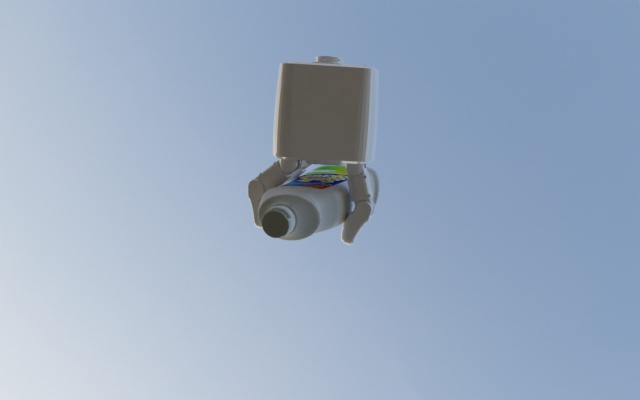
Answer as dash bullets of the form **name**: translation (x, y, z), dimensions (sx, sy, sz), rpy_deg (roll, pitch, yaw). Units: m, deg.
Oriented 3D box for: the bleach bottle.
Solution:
- **bleach bottle**: translation (0.000, 0.002, 0.579), dimensions (0.102, 0.068, 0.251), rpy_deg (7, 12, 16)
